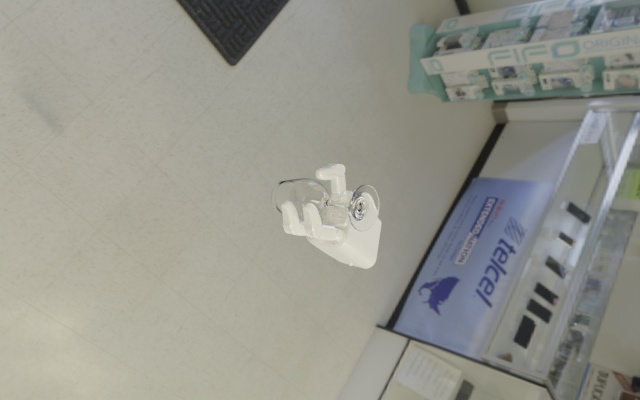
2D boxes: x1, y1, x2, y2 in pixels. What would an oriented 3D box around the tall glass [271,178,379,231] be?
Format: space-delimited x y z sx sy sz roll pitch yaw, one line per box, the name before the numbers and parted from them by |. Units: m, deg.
tall glass | 0.001 0.003 0.820 0.079 0.079 0.201 0 6 -45
